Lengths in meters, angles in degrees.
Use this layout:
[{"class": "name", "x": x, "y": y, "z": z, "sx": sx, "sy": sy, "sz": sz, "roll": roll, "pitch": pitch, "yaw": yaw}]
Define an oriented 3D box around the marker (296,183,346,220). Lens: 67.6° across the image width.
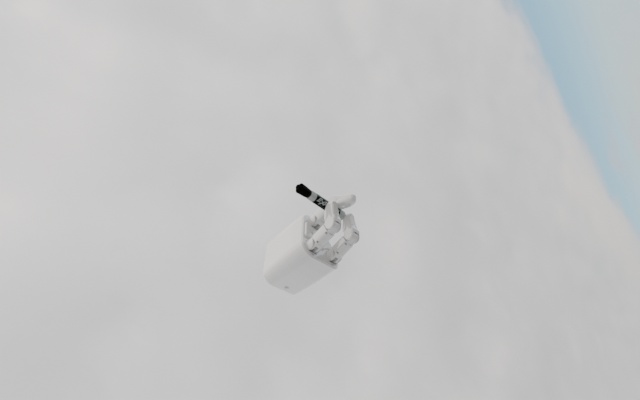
[{"class": "marker", "x": 0.000, "y": 0.003, "z": 0.844, "sx": 0.020, "sy": 0.020, "sz": 0.121, "roll": 0, "pitch": -26, "yaw": 46}]
